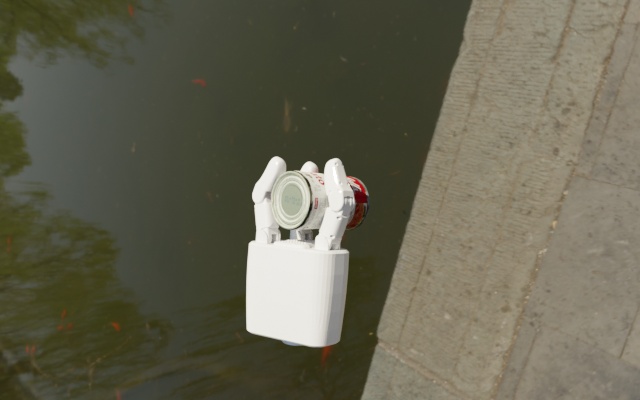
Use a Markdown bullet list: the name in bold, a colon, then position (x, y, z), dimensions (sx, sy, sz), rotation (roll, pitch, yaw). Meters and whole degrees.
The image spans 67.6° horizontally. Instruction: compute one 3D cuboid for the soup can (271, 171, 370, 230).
- **soup can**: position (0.000, 0.001, 0.563), dimensions (0.068, 0.068, 0.102), rotation (0, -2, 44)
